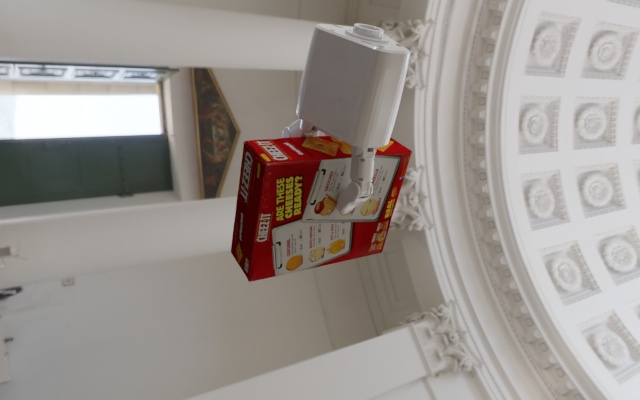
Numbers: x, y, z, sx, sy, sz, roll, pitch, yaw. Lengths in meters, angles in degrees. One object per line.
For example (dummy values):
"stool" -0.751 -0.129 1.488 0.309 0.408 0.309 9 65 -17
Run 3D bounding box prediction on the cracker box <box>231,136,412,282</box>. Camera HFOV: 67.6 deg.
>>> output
"cracker box" 0.000 0.002 0.618 0.213 0.164 0.072 -7 34 -32
